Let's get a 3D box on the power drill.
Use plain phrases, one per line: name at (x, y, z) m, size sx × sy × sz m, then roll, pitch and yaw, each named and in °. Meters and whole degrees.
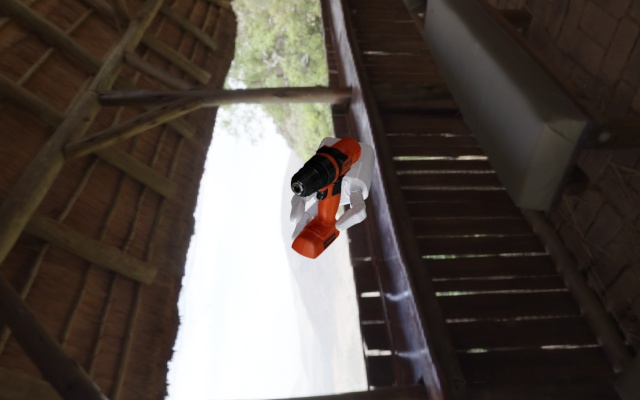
power drill at (0.000, 0.003, 0.786) m, size 0.057 × 0.188 × 0.184 m, roll 26°, pitch 36°, yaw 20°
